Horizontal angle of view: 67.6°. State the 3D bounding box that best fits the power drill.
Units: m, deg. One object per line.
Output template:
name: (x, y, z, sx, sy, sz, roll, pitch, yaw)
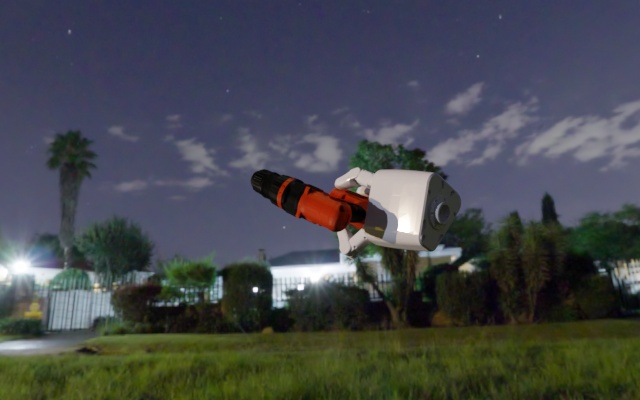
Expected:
power drill: (0.001, 0.003, 0.778, 0.184, 0.057, 0.187, 27, 10, 31)
